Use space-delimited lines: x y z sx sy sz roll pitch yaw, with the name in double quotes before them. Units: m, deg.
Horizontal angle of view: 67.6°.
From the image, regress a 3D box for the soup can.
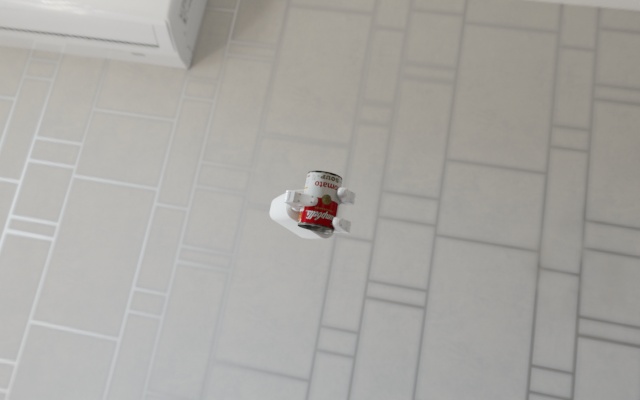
"soup can" 0.000 0.003 0.879 0.068 0.102 0.068 10 -12 2
